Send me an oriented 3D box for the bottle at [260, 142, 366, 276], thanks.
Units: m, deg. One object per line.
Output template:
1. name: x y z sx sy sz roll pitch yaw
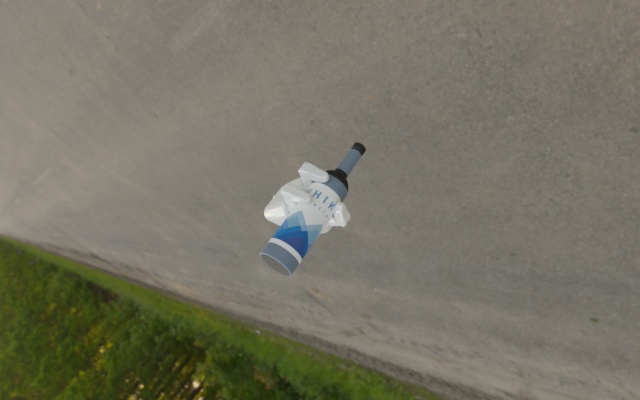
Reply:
1. bottle: 0.000 0.003 0.887 0.069 0.295 0.069 29 -25 15
